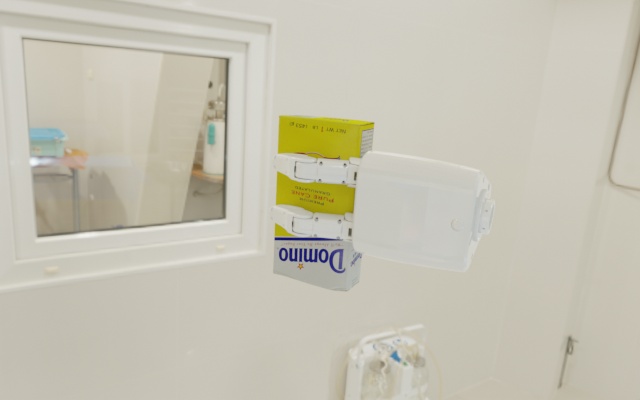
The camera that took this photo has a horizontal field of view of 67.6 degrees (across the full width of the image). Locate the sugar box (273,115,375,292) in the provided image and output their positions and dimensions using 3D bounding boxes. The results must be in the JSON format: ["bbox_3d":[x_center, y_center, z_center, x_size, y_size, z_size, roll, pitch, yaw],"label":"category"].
[{"bbox_3d":[0.000,0.002,0.503,0.093,0.176,0.048,11,15,26],"label":"sugar box"}]
